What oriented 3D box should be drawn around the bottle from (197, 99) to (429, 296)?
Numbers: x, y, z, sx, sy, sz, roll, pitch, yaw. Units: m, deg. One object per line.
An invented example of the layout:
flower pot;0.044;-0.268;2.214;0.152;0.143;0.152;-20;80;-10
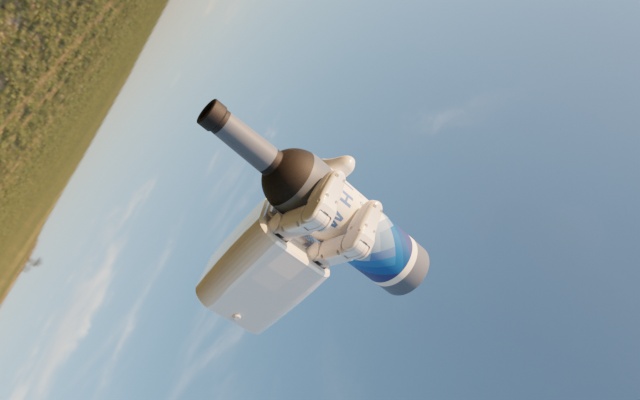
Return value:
bottle;0.000;0.002;0.489;0.296;0.069;0.069;39;-22;-29
